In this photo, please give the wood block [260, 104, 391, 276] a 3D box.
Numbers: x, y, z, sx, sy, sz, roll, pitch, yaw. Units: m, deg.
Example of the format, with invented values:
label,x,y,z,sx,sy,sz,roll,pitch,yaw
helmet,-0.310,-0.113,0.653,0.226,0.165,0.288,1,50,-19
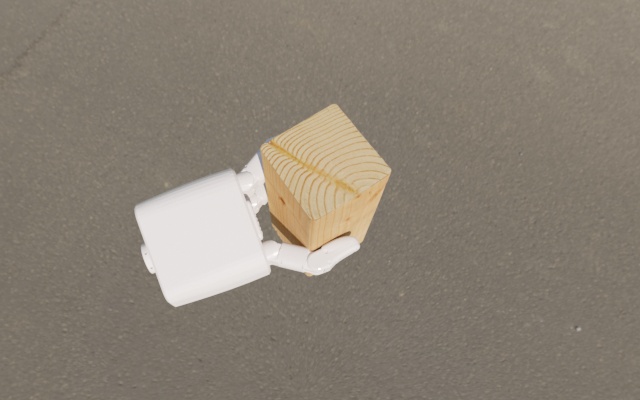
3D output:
label,x,y,z,sx,sy,sz,roll,pitch,yaw
wood block,0.000,0.002,0.527,0.090,0.090,0.206,-32,-17,-14
